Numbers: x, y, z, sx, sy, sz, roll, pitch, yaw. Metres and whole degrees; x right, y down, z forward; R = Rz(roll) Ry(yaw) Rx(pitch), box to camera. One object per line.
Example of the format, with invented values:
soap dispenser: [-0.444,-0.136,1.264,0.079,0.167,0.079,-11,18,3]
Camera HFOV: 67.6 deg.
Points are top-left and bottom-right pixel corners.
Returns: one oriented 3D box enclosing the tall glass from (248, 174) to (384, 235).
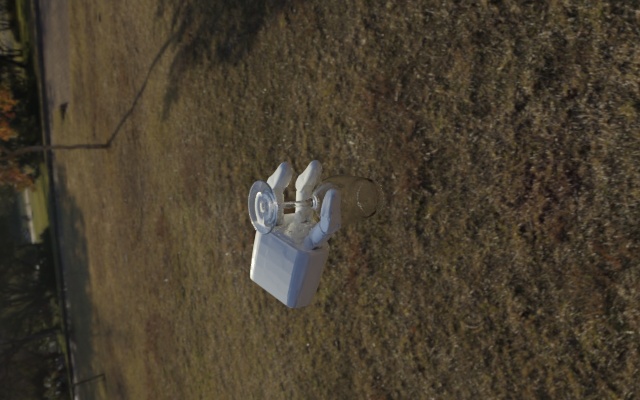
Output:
tall glass: [0.000,0.002,0.702,0.201,0.079,0.079,-6,3,-37]
